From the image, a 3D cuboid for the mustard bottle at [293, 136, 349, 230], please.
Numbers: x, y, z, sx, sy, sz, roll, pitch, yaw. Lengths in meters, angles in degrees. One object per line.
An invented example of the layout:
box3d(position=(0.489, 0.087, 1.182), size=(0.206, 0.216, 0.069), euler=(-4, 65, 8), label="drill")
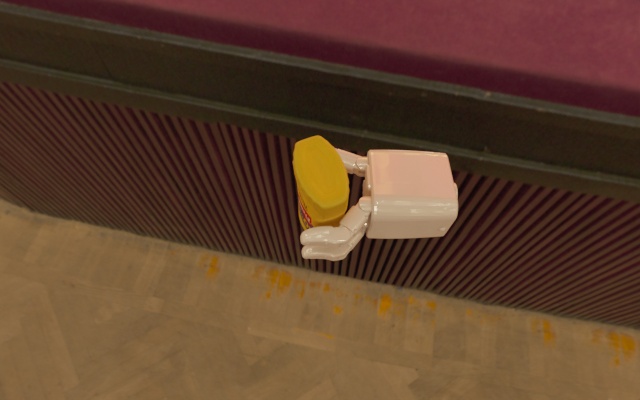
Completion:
box3d(position=(0.000, 0.002, 0.631), size=(0.058, 0.096, 0.192), euler=(-21, -22, -9), label="mustard bottle")
